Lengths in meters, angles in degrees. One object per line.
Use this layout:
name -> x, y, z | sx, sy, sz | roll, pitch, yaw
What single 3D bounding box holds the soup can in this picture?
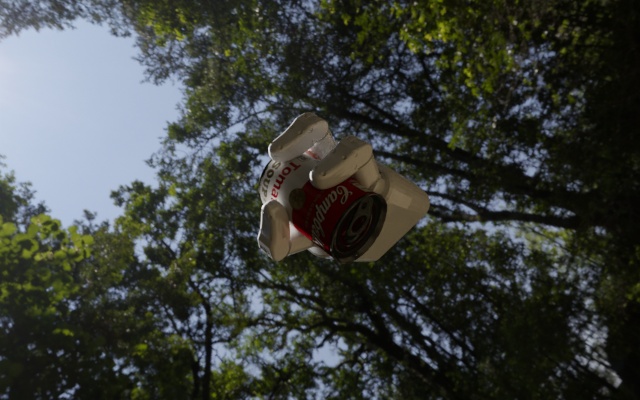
soup can -> 0.000, 0.001, 0.432 | 0.102, 0.068, 0.068 | 34, 21, 35
